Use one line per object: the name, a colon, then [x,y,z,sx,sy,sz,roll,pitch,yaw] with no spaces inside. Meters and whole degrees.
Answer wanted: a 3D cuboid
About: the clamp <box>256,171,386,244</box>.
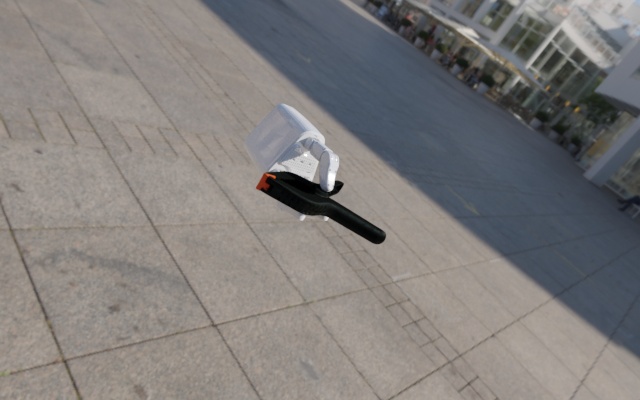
clamp: [0.000,0.002,0.734,0.210,0.036,0.164,13,25,-43]
